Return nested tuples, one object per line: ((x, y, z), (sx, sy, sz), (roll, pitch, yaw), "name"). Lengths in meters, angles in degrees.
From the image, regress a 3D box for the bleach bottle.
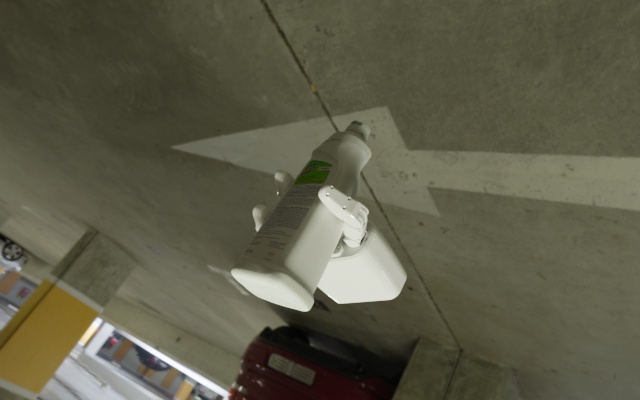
((0.000, 0.002, 0.568), (0.102, 0.250, 0.068), (4, -37, 44), "bleach bottle")
